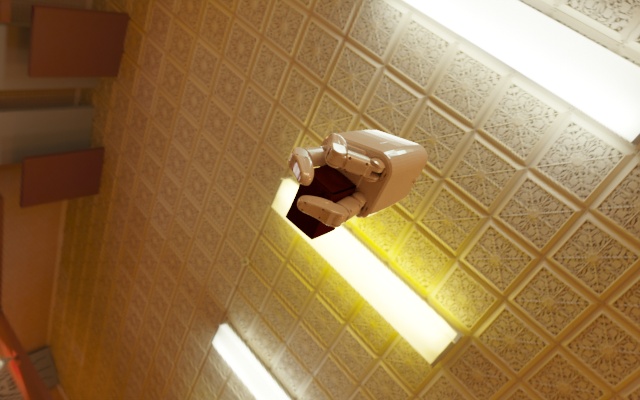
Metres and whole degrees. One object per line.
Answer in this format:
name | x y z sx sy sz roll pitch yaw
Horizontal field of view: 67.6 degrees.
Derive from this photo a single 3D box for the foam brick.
foam brick | 0.000 0.002 0.619 0.053 0.078 0.051 41 35 23
